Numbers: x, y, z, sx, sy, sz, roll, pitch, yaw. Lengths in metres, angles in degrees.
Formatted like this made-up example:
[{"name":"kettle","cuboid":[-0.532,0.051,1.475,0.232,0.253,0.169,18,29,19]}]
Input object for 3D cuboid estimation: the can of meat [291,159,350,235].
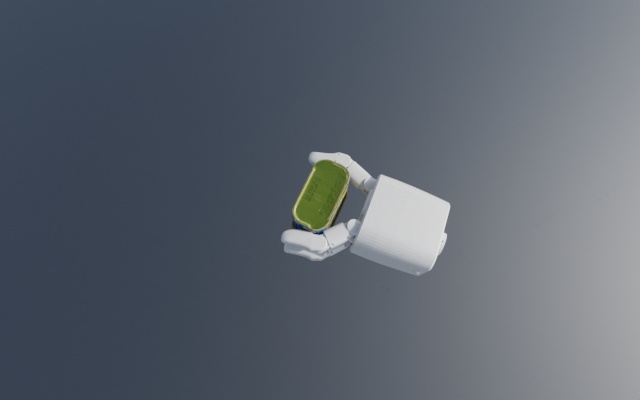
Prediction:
[{"name":"can of meat","cuboid":[0.000,0.002,0.653,0.057,0.102,0.084,24,-14,5]}]
